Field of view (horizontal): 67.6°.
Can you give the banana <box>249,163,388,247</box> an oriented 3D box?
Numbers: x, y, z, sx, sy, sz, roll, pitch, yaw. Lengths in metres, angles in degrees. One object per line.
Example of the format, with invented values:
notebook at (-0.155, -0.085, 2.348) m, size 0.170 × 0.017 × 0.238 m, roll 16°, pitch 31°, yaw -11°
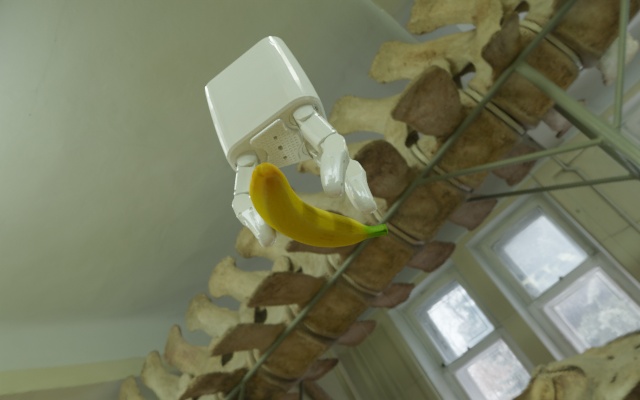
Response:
banana at (-0.012, 0.012, 0.450) m, size 0.070 × 0.037 × 0.198 m, roll -33°, pitch -32°, yaw 24°
